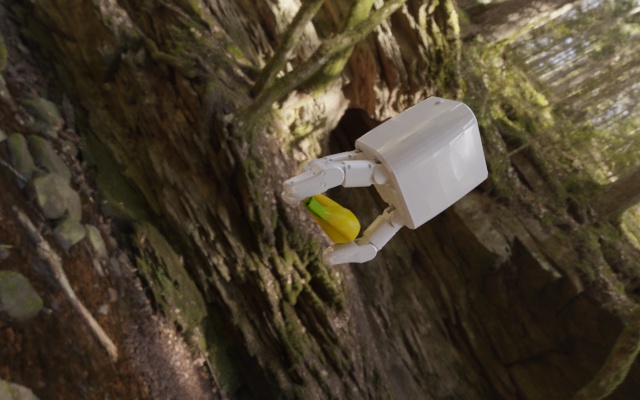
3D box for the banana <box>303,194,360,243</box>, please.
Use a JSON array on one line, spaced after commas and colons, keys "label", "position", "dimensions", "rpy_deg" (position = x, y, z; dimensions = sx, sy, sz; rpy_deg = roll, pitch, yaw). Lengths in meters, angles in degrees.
[{"label": "banana", "position": [0.012, 0.016, 0.545], "dimensions": [0.037, 0.069, 0.198], "rpy_deg": [-39, 3, -2]}]
